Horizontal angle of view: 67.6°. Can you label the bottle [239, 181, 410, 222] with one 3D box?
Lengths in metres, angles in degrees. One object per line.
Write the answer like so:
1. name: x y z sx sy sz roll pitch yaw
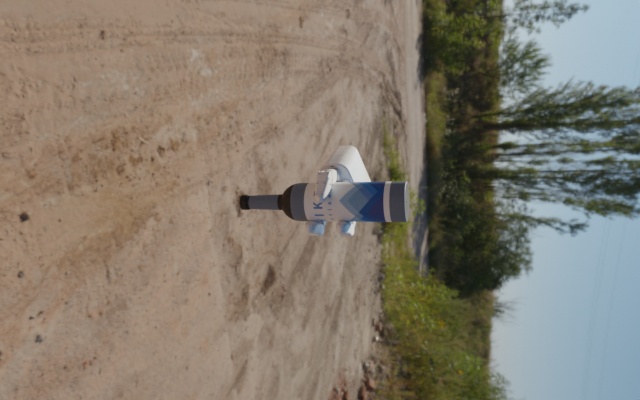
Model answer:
1. bottle: 0.000 0.003 0.818 0.296 0.069 0.069 0 0 17
